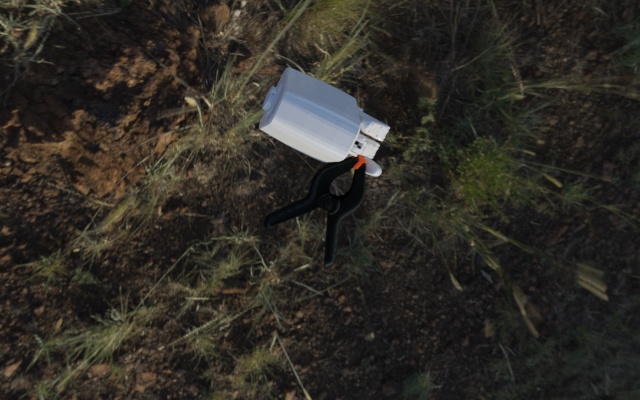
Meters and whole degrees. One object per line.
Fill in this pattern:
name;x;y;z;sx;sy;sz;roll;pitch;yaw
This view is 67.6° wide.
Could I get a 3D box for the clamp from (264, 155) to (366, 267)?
clamp;0.000;0.002;0.684;0.120;0.171;0.039;25;11;-15
